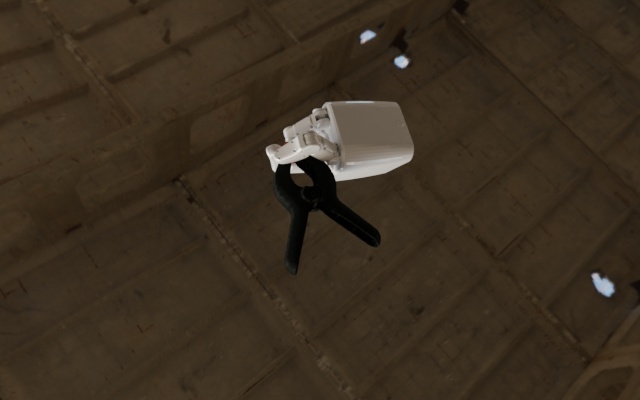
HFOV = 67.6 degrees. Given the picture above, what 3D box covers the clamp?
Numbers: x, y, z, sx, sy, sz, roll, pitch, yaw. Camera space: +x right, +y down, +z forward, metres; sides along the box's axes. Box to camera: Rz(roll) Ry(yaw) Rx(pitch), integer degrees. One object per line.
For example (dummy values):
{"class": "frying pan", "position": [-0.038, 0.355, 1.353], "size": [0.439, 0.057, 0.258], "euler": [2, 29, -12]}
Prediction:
{"class": "clamp", "position": [0.000, 0.002, 0.587], "size": [0.120, 0.171, 0.039], "euler": [-6, -25, -20]}
